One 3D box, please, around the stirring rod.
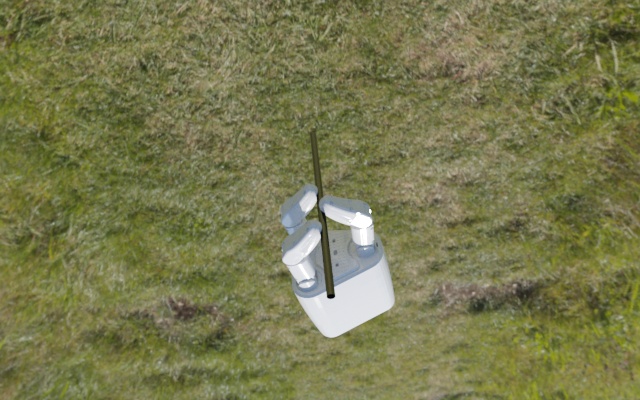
[{"bbox_3d":[0.000,0.002,0.511,0.011,0.011,0.239,-3,45,-3],"label":"stirring rod"}]
